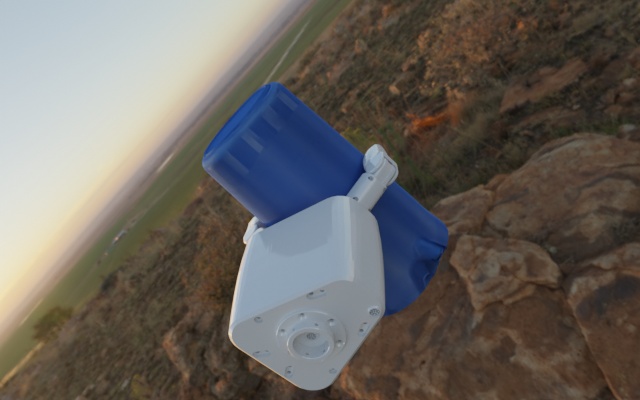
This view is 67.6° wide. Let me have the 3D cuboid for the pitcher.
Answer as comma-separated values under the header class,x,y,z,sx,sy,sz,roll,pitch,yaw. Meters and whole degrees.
class,x,y,z,sx,sy,sz,roll,pitch,yaw
pitcher,0.000,0.002,0.494,0.149,0.243,0.145,-41,21,21
